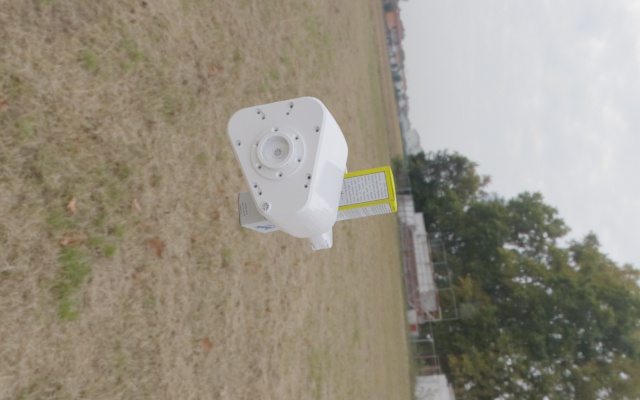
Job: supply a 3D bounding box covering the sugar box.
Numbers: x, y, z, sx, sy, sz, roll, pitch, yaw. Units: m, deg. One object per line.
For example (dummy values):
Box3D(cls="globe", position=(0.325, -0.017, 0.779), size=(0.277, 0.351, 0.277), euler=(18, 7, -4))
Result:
Box3D(cls="sugar box", position=(0.000, 0.001, 0.566), size=(0.176, 0.048, 0.093), euler=(-7, -10, 9))
